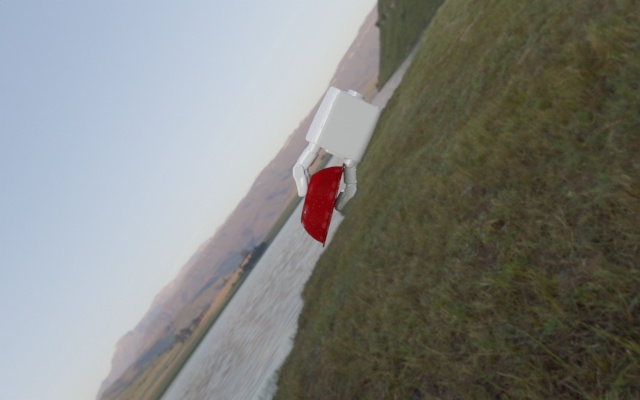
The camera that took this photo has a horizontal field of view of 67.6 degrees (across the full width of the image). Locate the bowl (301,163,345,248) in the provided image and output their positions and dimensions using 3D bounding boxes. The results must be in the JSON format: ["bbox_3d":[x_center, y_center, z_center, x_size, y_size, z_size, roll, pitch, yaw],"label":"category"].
[{"bbox_3d":[-0.001,0.004,0.886,0.055,0.162,0.162,13,0,1],"label":"bowl"}]
